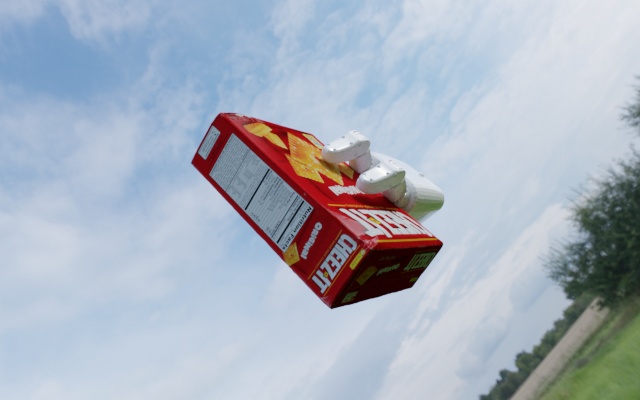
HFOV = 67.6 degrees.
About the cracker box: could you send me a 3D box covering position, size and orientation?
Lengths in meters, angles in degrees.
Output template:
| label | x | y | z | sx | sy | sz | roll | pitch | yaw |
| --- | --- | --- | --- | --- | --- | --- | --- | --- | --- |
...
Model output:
| label | x | y | z | sx | sy | sz | roll | pitch | yaw |
| --- | --- | --- | --- | --- | --- | --- | --- | --- | --- |
| cracker box | 0.000 | 0.002 | 0.483 | 0.213 | 0.072 | 0.164 | 42 | 20 | 28 |
